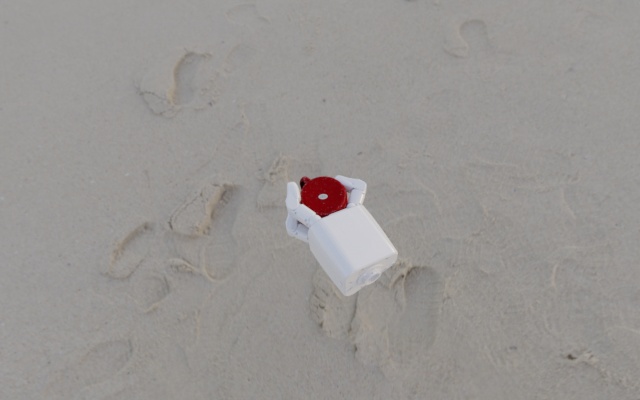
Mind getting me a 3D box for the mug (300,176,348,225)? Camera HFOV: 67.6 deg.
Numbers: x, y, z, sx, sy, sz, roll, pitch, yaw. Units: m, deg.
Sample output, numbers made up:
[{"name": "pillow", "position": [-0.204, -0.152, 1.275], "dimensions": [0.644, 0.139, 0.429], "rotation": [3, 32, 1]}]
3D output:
[{"name": "mug", "position": [-0.001, 0.002, 0.845], "dimensions": [0.093, 0.117, 0.082], "rotation": [-29, -29, -15]}]
